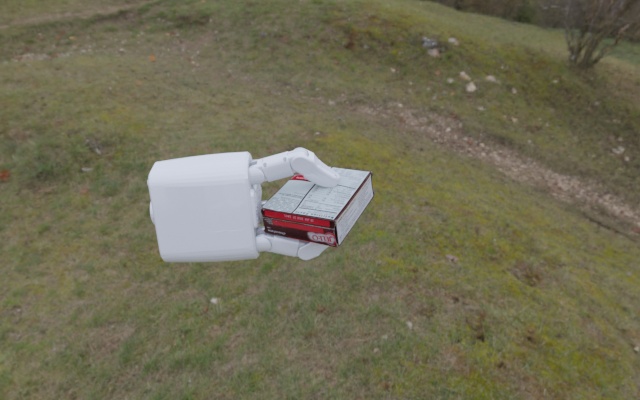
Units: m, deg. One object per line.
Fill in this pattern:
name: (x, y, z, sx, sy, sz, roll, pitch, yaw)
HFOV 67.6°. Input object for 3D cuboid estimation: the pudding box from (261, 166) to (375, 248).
pudding box: (0.000, 0.002, 0.536, 0.090, 0.039, 0.113, 10, 36, 24)
